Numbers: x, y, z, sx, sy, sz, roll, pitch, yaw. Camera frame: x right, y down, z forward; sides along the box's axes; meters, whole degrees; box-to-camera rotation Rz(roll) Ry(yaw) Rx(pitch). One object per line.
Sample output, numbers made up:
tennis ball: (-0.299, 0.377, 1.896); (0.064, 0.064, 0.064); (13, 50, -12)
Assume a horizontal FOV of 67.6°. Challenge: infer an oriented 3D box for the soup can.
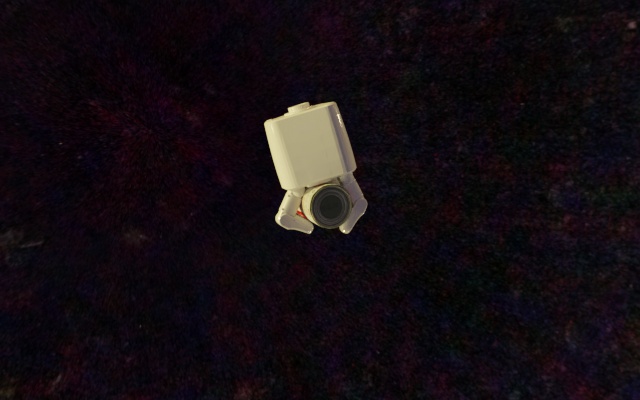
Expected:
soup can: (0.000, 0.003, 0.744); (0.068, 0.068, 0.102); (0, 8, -20)
